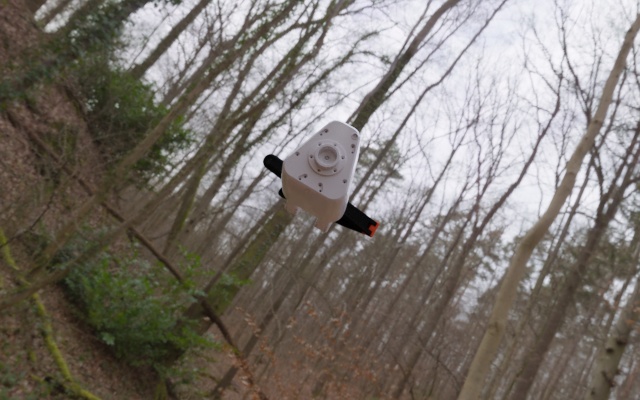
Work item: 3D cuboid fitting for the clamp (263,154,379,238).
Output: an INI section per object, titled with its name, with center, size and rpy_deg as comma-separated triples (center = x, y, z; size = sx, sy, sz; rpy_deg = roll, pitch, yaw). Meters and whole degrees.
[clamp]
center = 0.001, 0.002, 0.815
size = 0.210, 0.036, 0.164
rpy_deg = 30, -12, 6
